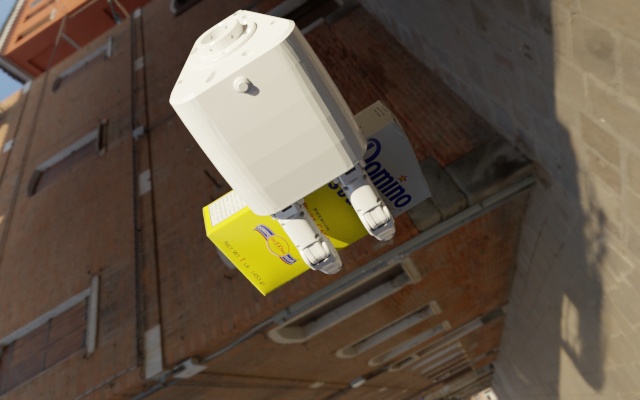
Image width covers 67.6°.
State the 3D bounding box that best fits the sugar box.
[{"bbox_3d":[0.000,0.002,0.410,0.176,0.093,0.048,-30,38,6],"label":"sugar box"}]
